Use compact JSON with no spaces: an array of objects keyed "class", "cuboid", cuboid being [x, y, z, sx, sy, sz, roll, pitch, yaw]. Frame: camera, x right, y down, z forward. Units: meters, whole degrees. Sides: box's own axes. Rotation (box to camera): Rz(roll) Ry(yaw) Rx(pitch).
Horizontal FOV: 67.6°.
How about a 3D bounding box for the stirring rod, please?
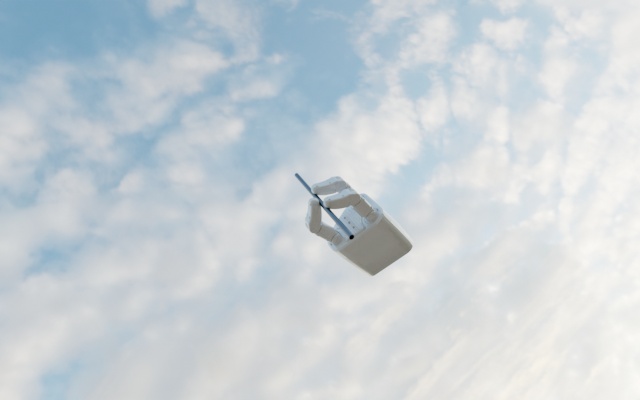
[{"class":"stirring rod","cuboid":[0.000,0.003,0.775,0.011,0.011,0.239,0,24,-24]}]
